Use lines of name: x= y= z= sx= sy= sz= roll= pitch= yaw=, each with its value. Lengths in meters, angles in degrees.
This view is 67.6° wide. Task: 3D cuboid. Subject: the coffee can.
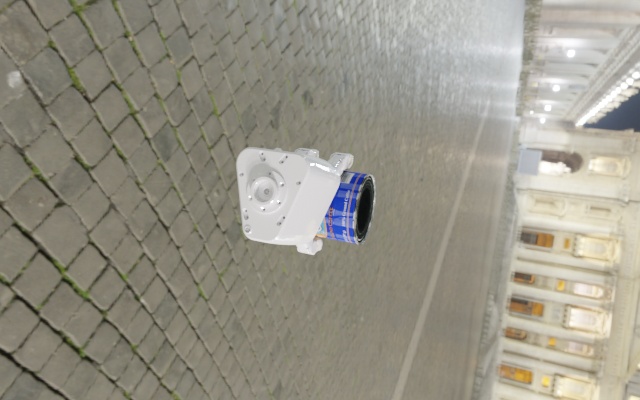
coffee can: x=0.000 y=0.002 z=0.699 sx=0.140 sy=0.103 sz=0.103 roll=9 pitch=3 yaw=19
